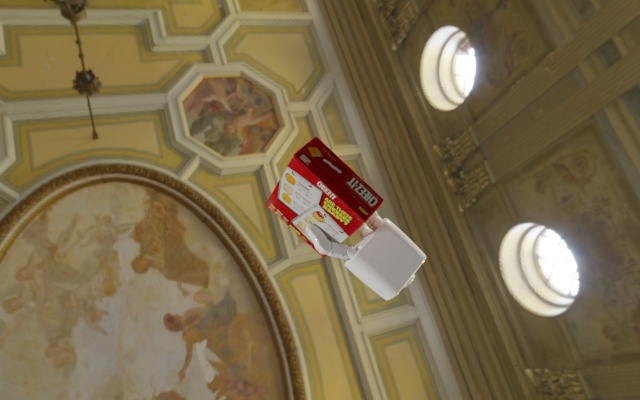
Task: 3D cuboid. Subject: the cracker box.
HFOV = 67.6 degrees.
[{"bbox_3d":[0.000,0.003,0.883,0.072,0.164,0.214,-46,-2,-30],"label":"cracker box"}]
